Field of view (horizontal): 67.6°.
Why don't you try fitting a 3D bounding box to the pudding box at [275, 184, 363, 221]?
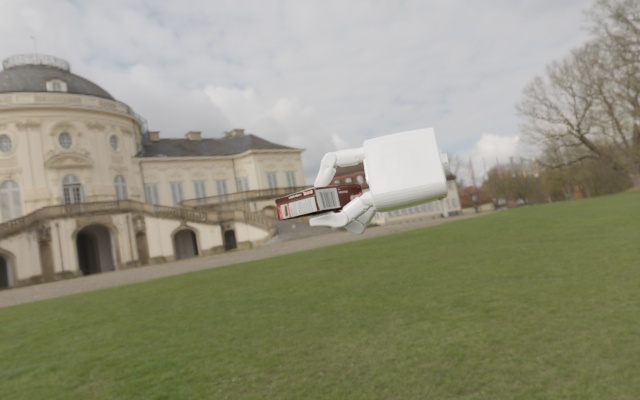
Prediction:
[{"bbox_3d":[0.000,0.002,0.747,0.090,0.039,0.113,-16,-8,41],"label":"pudding box"}]
